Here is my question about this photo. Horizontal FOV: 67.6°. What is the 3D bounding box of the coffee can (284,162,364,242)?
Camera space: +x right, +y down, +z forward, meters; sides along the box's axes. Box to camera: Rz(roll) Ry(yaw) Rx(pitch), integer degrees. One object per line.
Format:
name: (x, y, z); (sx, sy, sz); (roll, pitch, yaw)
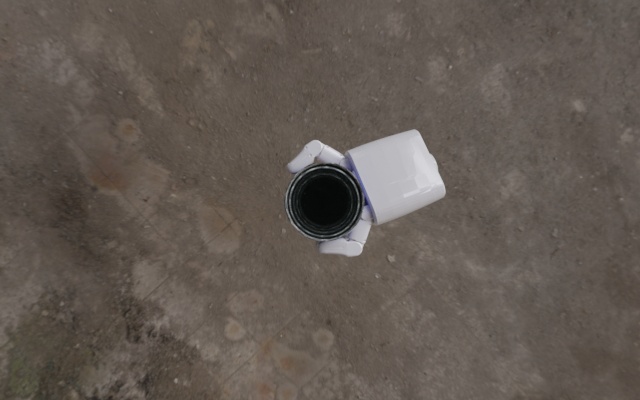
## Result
coffee can: (0.000, 0.002, 0.678); (0.103, 0.103, 0.140); (0, 0, -4)
